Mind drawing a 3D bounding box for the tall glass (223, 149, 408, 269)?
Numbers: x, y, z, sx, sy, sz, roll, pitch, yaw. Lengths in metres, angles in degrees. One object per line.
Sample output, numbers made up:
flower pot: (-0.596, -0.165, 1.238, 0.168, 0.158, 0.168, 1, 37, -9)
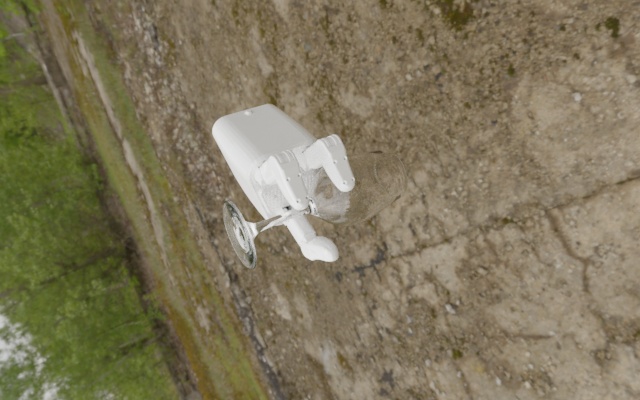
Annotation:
tall glass: (0.000, 0.002, 0.524, 0.201, 0.079, 0.079, -22, 10, -25)
